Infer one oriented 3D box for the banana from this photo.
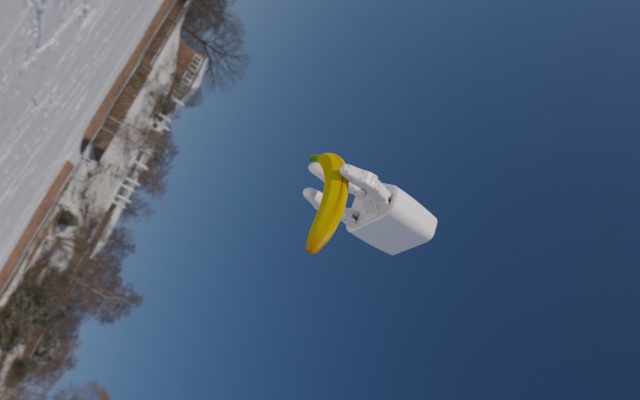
[{"bbox_3d":[0.013,-0.009,0.726,0.037,0.197,0.070,32,-49,-29],"label":"banana"}]
